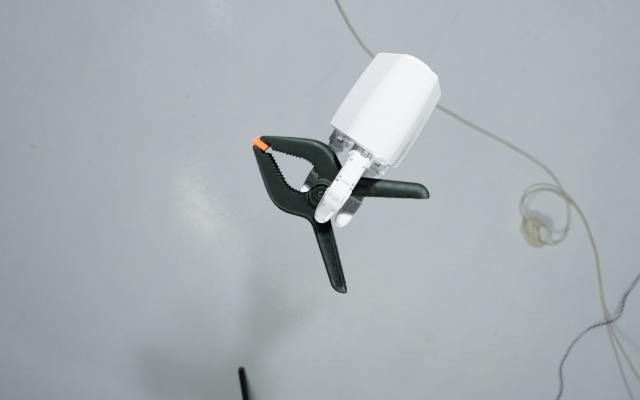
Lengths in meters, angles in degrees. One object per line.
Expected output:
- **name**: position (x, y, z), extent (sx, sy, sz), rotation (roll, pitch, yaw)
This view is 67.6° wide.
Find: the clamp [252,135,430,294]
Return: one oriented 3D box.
- **clamp**: position (0.000, 0.001, 0.568), extent (0.210, 0.164, 0.036), rotation (32, 8, -2)
